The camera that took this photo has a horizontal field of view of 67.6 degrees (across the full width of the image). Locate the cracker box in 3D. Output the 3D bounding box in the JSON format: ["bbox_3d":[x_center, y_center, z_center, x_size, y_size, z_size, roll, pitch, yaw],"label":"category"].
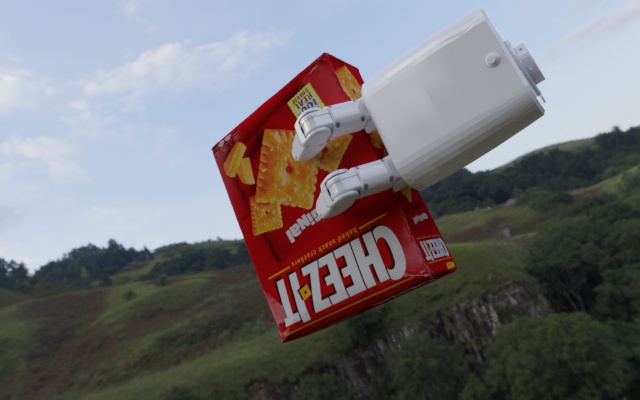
[{"bbox_3d":[0.000,0.001,0.447,0.164,0.213,0.072,-32,-18,29],"label":"cracker box"}]
